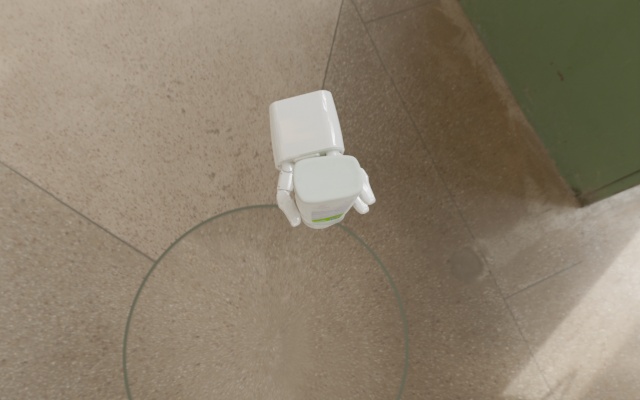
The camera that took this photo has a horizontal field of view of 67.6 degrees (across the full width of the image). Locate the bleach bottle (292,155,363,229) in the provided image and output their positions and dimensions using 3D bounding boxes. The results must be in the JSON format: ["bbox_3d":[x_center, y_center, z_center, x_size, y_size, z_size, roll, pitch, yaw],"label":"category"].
[{"bbox_3d":[0.000,0.003,0.779,0.102,0.068,0.251,-8,-15,-8],"label":"bleach bottle"}]
